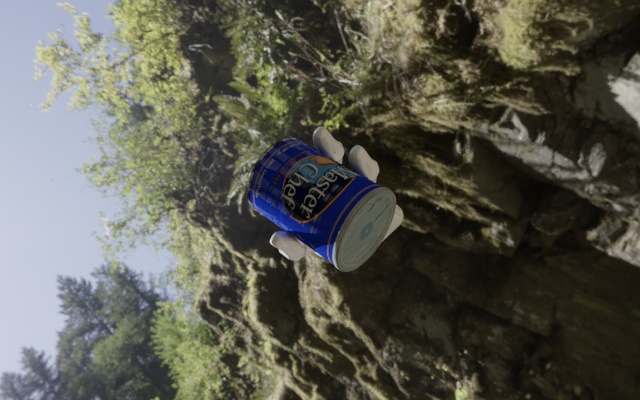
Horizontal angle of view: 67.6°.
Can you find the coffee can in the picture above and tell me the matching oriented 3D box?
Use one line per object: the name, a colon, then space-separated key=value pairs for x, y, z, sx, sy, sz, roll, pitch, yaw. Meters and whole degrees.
coffee can: x=0.000 y=0.002 z=0.549 sx=0.140 sy=0.103 sz=0.103 roll=32 pitch=17 yaw=30
